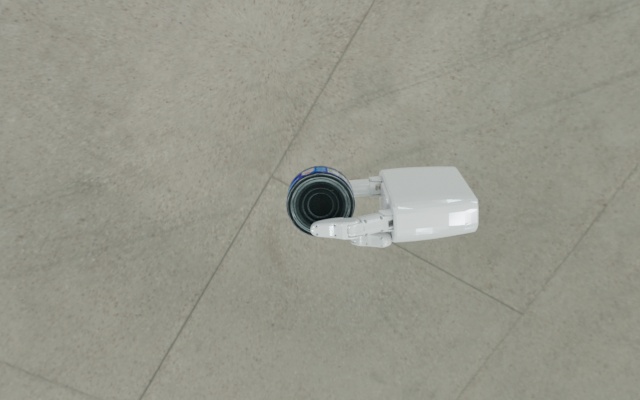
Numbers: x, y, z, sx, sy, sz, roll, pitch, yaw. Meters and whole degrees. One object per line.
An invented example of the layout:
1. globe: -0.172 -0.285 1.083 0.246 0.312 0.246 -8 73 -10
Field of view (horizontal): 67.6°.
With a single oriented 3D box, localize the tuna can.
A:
1. tuna can: 0.000 0.002 0.597 0.086 0.086 0.033 0 18 0
